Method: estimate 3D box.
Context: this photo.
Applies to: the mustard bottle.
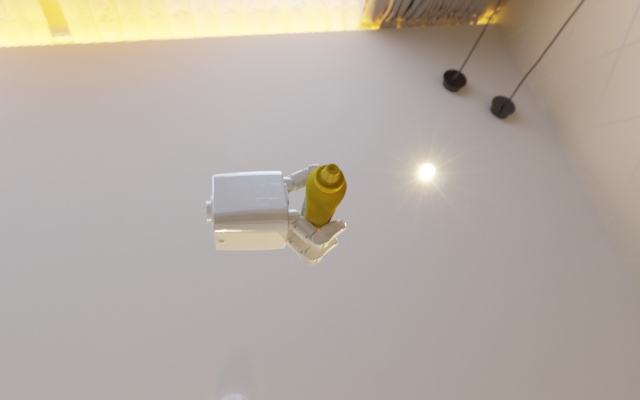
[{"bbox_3d":[0.000,0.003,0.720,0.058,0.096,0.192,19,-30,1],"label":"mustard bottle"}]
